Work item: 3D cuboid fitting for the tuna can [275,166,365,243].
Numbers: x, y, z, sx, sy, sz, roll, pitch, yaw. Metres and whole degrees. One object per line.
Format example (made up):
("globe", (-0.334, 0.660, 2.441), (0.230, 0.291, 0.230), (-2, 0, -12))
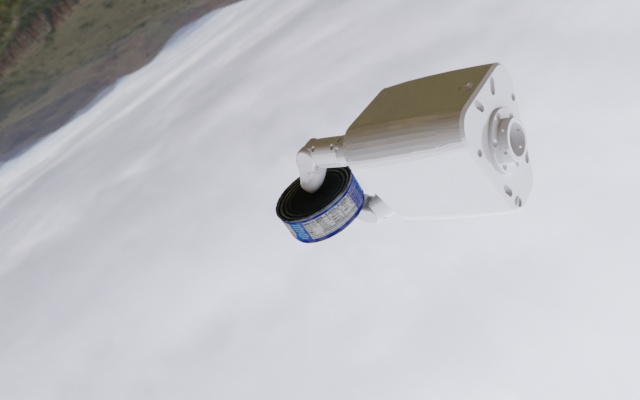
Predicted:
("tuna can", (0.000, 0.002, 0.476), (0.086, 0.034, 0.086), (-25, 30, 16))
